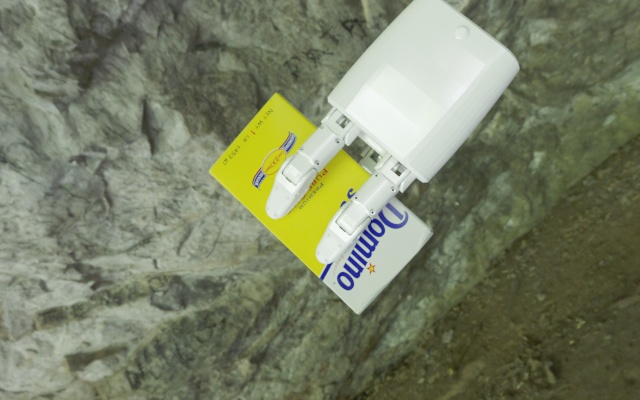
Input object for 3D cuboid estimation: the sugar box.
[{"bbox_3d":[0.000,0.001,0.408,0.176,0.093,0.048,42,6,11],"label":"sugar box"}]
